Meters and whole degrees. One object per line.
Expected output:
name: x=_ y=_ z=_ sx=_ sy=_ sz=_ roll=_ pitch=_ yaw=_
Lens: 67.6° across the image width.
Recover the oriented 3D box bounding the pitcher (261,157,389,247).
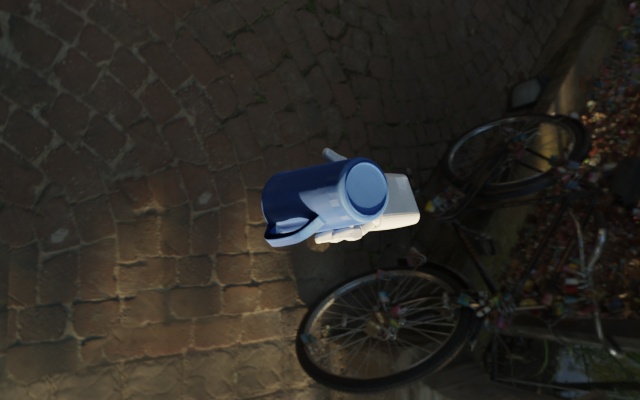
pitcher: x=0.000 y=0.003 z=0.858 sx=0.145 sy=0.149 sz=0.243 roll=-1 pitch=-6 yaw=-35
